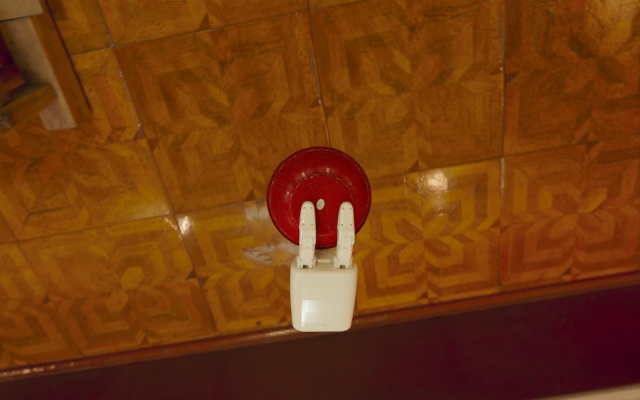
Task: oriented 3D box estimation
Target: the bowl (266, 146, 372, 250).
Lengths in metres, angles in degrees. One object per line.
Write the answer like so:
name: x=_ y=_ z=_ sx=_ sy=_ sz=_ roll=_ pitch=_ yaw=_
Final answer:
bowl: x=0.000 y=0.001 z=0.705 sx=0.162 sy=0.162 sz=0.055 roll=0 pitch=11 yaw=-4
